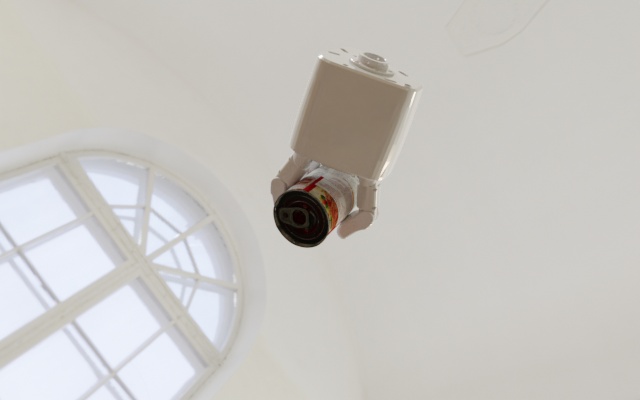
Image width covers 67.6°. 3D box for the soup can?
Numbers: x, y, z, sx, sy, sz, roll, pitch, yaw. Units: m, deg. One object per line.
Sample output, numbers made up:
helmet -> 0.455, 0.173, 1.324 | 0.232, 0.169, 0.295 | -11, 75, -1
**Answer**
soup can -> 0.000, 0.002, 0.551 | 0.068, 0.068, 0.102 | 0, 22, 28
